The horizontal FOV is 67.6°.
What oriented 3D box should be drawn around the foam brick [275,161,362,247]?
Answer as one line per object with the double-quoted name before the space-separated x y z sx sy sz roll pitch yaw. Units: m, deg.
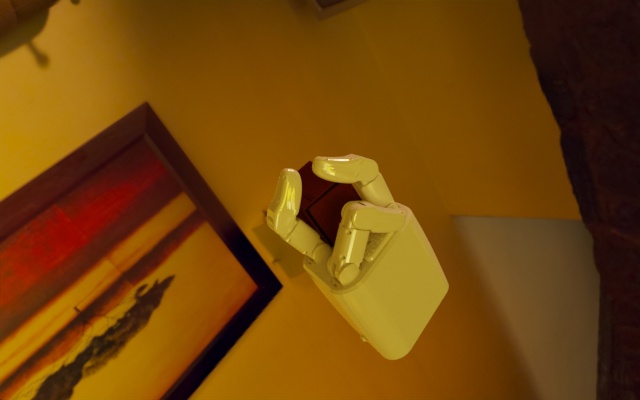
"foam brick" 0.000 0.001 0.476 0.053 0.051 0.078 -42 28 -11
